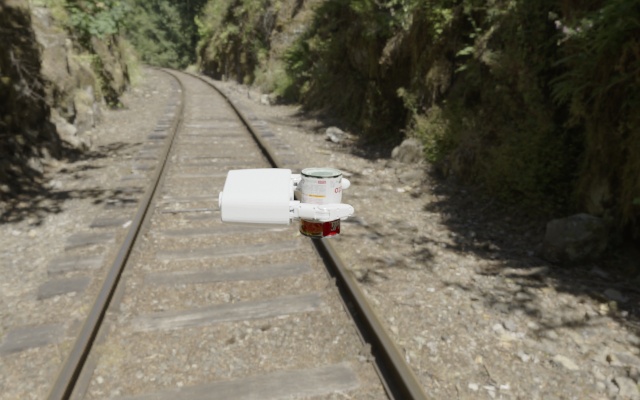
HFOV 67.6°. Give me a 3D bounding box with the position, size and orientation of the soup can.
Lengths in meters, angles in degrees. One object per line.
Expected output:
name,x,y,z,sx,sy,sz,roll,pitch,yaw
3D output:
soup can,0.001,0.002,0.777,0.068,0.102,0.068,1,16,0
